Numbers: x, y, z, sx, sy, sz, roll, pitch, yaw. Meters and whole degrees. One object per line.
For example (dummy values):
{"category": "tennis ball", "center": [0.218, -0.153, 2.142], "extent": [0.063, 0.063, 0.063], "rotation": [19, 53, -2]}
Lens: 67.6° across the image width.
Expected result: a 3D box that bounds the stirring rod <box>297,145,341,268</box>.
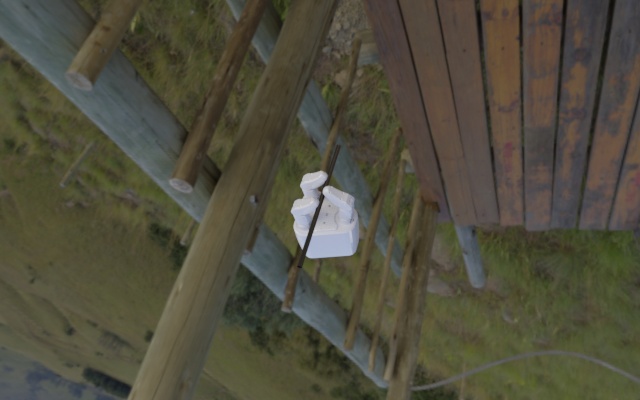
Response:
{"category": "stirring rod", "center": [0.000, 0.003, 0.792], "extent": [0.011, 0.239, 0.011], "rotation": [14, -30, 8]}
